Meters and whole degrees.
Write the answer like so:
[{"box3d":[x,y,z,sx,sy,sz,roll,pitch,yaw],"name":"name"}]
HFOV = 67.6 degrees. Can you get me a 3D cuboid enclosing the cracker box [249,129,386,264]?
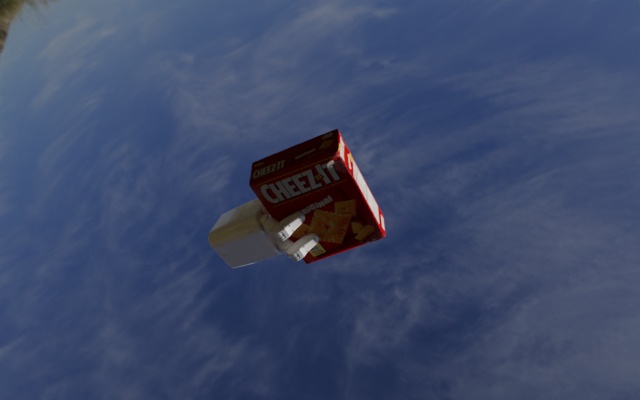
[{"box3d":[0.000,0.003,0.835,0.164,0.214,0.072,-20,38,16],"name":"cracker box"}]
